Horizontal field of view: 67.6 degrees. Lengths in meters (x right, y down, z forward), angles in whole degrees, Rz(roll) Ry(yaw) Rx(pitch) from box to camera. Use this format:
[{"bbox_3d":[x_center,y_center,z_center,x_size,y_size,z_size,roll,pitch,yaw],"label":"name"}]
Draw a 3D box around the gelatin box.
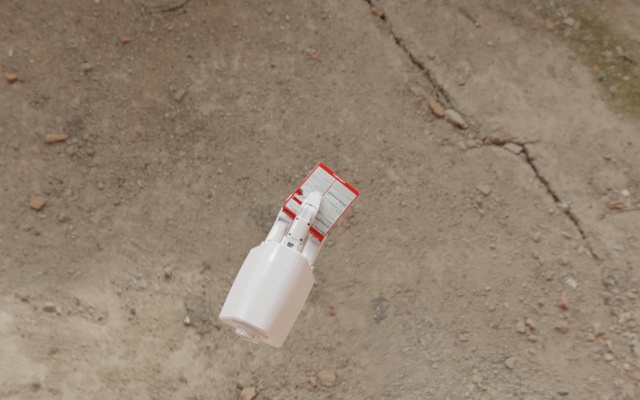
[{"bbox_3d":[0.000,0.002,0.674,0.073,0.089,0.030,38,-17,5],"label":"gelatin box"}]
